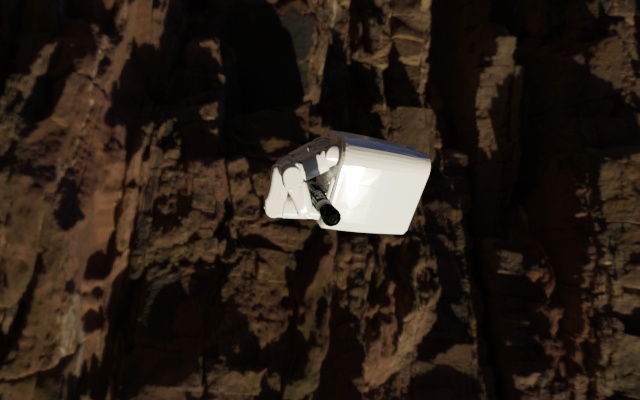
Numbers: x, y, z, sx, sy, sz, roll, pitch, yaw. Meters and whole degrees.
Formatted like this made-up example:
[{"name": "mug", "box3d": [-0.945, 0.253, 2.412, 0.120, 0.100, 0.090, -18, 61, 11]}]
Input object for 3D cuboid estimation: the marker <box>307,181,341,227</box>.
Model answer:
[{"name": "marker", "box3d": [0.000, 0.002, 0.515, 0.020, 0.020, 0.121, 0, 16, -12]}]
